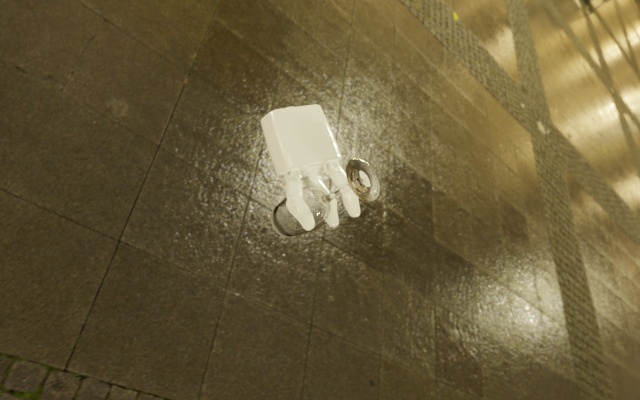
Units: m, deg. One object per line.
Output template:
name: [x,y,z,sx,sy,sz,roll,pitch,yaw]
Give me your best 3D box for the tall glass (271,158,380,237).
tall glass: [0.001,0.003,0.802,0.079,0.079,0.201,0,-21,-45]
